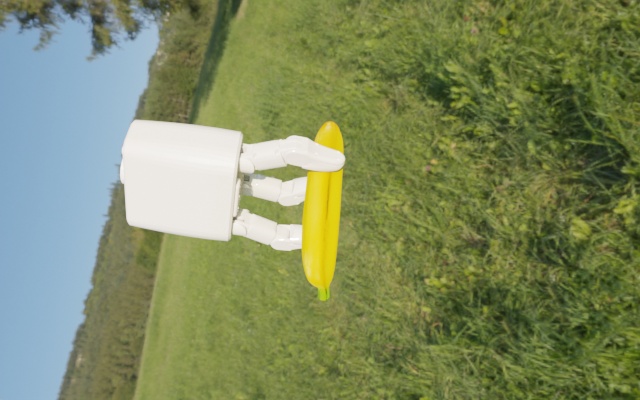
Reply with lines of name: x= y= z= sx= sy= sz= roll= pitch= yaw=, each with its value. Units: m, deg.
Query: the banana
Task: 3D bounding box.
banana: x=0.001 y=0.001 z=0.492 sx=0.037 sy=0.197 sz=0.070 roll=6 pitch=-13 yaw=-4
